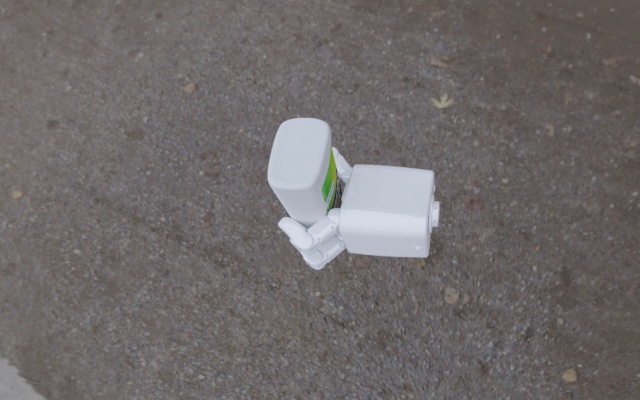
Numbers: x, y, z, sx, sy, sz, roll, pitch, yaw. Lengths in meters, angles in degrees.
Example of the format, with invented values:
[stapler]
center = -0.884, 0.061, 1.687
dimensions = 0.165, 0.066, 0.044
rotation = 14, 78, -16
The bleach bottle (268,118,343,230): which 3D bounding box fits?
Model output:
[bleach bottle]
center = 0.000, 0.002, 0.655
dimensions = 0.068, 0.102, 0.251
rotation = 4, -26, 16
